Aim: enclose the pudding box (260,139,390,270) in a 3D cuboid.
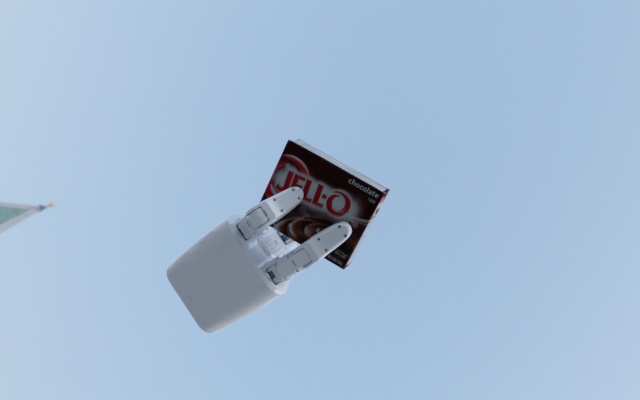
[{"bbox_3d":[0.000,0.002,0.487,0.113,0.090,0.039,29,17,10],"label":"pudding box"}]
